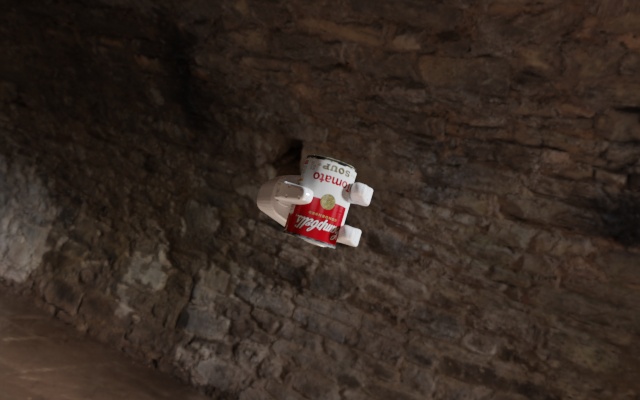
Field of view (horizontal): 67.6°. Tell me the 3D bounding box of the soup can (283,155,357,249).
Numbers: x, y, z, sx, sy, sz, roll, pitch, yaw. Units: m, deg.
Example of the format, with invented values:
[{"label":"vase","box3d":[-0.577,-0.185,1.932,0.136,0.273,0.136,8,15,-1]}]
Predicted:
[{"label":"soup can","box3d":[0.000,0.002,0.595,0.068,0.102,0.068,17,-5,2]}]
